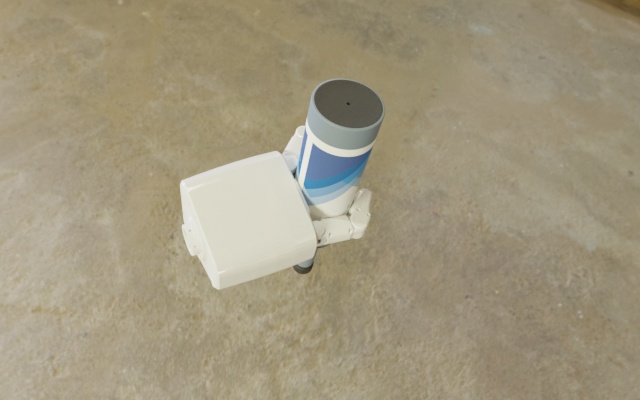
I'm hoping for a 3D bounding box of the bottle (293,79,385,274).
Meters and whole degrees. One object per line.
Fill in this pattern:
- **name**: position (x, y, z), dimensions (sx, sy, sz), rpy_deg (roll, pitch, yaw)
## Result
- **bottle**: position (0.000, 0.002, 0.533), dimensions (0.069, 0.069, 0.296), rpy_deg (0, -36, -12)
